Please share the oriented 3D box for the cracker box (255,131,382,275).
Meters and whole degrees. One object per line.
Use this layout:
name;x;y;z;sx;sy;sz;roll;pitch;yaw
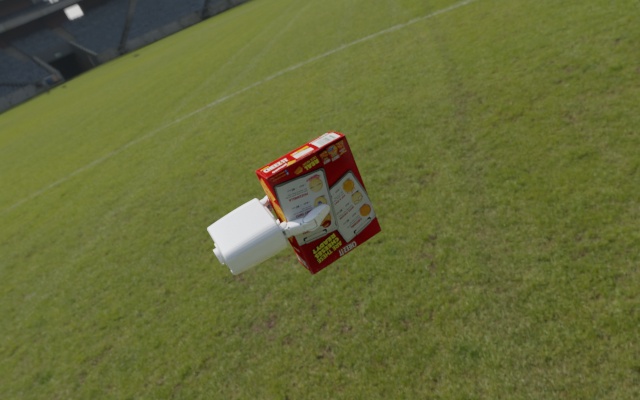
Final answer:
cracker box;0.000;0.003;0.884;0.164;0.214;0.072;-31;27;-15
